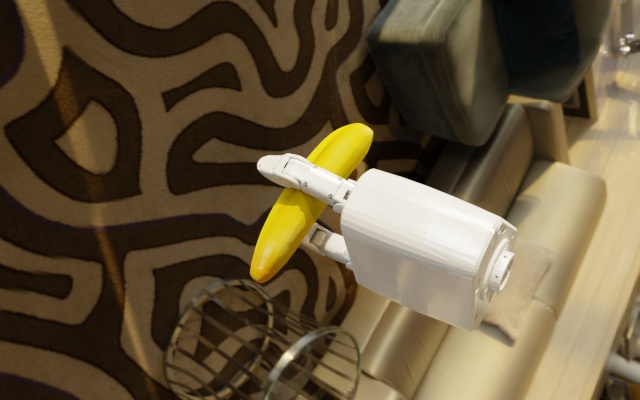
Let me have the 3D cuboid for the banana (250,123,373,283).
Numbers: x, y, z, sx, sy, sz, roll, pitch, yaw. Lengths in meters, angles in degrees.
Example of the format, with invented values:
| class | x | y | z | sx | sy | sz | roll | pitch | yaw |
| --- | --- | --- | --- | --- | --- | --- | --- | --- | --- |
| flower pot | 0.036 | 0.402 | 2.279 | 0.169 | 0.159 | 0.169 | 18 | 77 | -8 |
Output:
| class | x | y | z | sx | sy | sz | roll | pitch | yaw |
| --- | --- | --- | --- | --- | --- | --- | --- | --- | --- |
| banana | 0.001 | -0.013 | 0.427 | 0.037 | 0.070 | 0.197 | 25 | 54 | 22 |
